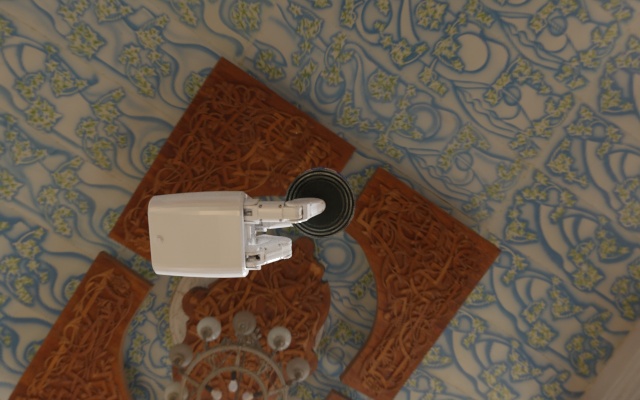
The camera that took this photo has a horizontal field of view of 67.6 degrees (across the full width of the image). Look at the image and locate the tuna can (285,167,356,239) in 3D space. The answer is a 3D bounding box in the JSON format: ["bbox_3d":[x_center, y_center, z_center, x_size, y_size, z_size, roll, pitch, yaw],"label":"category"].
[{"bbox_3d":[0.000,0.002,0.592,0.086,0.086,0.033,0,8,3],"label":"tuna can"}]
